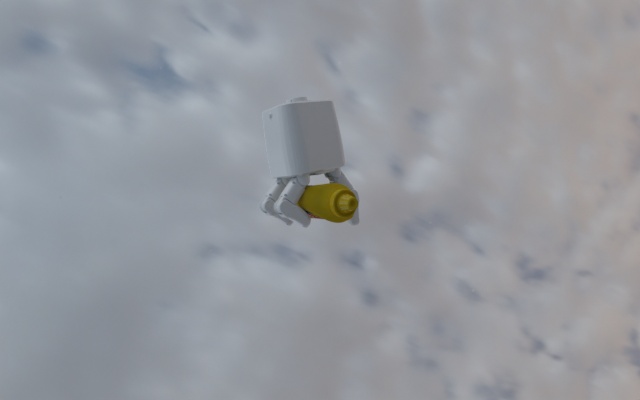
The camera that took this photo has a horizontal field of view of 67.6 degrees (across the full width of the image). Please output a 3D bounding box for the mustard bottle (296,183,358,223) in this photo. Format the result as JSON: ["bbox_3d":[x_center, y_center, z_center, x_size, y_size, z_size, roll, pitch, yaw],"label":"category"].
[{"bbox_3d":[0.000,0.003,0.742,0.096,0.058,0.191,15,-7,-28],"label":"mustard bottle"}]
